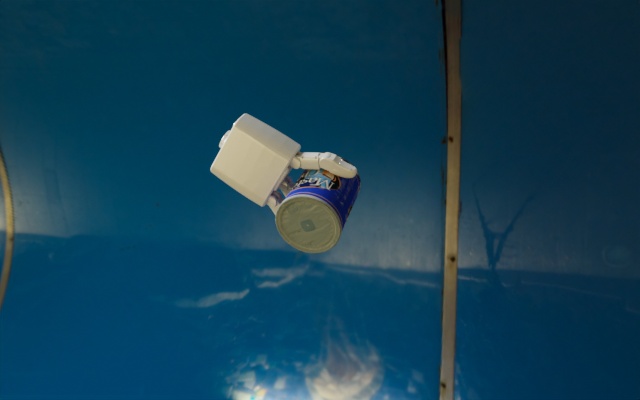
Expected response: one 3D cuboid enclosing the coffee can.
[{"bbox_3d":[0.000,0.003,0.766,0.103,0.103,0.140,0,31,19],"label":"coffee can"}]
